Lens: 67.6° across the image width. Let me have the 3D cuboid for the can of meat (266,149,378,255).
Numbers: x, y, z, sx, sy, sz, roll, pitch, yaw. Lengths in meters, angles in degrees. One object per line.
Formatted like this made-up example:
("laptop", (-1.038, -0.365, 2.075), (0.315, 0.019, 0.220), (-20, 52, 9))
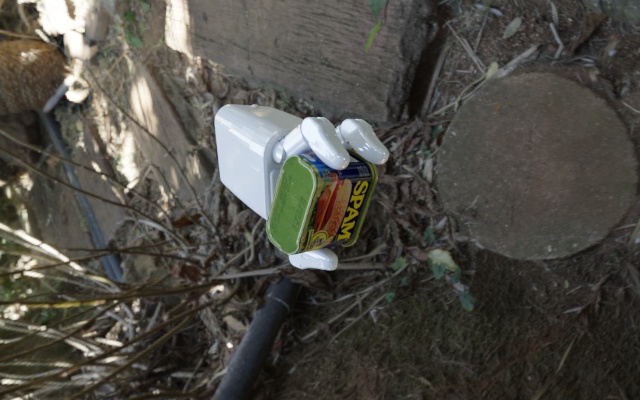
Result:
("can of meat", (0.000, 0.002, 0.479), (0.084, 0.102, 0.057), (-7, 33, -44))
